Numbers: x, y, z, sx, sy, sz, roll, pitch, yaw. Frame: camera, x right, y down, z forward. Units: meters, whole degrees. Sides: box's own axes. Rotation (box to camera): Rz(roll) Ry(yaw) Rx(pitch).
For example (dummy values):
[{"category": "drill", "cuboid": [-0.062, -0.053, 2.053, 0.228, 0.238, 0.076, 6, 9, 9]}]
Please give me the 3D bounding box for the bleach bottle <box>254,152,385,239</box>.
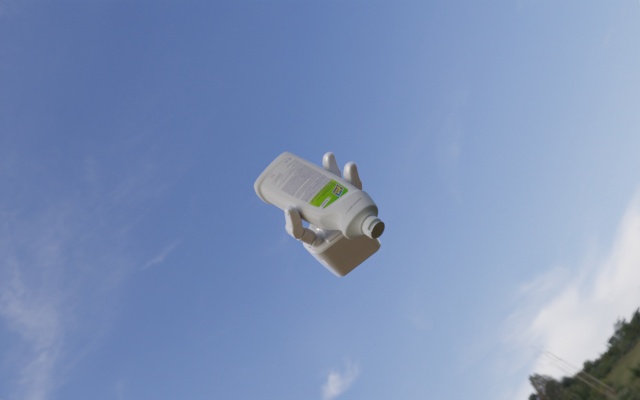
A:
[{"category": "bleach bottle", "cuboid": [0.000, 0.002, 0.783, 0.250, 0.102, 0.068, 31, -14, 43]}]
